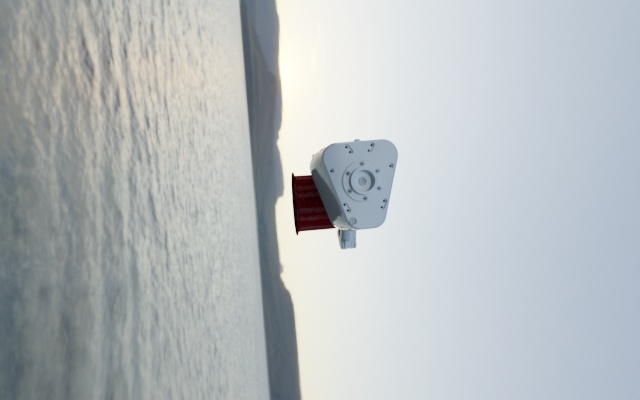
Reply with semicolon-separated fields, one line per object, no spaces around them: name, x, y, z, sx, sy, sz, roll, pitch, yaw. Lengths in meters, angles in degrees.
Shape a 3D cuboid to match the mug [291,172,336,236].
mug;0.000;0.002;0.716;0.081;0.093;0.117;-4;0;-6
